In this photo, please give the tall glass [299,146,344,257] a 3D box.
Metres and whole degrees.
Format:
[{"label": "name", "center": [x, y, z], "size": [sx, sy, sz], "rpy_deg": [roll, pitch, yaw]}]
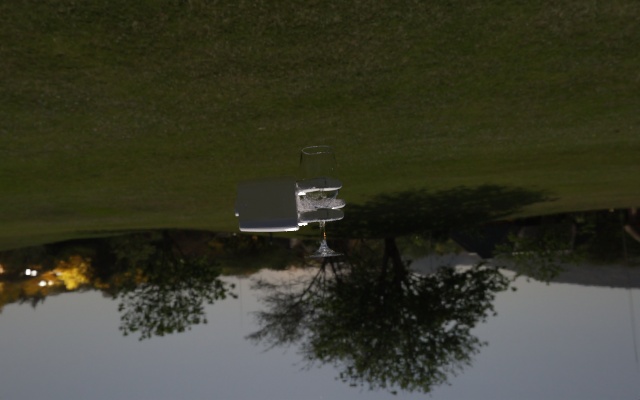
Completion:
[{"label": "tall glass", "center": [0.000, 0.004, 0.889], "size": [0.079, 0.201, 0.079], "rpy_deg": [-4, -5, 0]}]
